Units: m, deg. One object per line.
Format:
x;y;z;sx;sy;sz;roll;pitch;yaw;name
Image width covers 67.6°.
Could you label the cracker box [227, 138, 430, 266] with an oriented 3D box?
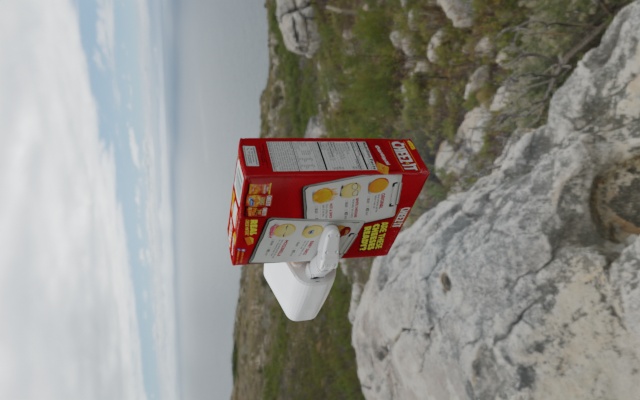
0.000;0.002;0.585;0.214;0.072;0.164;-2;-41;-18;cracker box
